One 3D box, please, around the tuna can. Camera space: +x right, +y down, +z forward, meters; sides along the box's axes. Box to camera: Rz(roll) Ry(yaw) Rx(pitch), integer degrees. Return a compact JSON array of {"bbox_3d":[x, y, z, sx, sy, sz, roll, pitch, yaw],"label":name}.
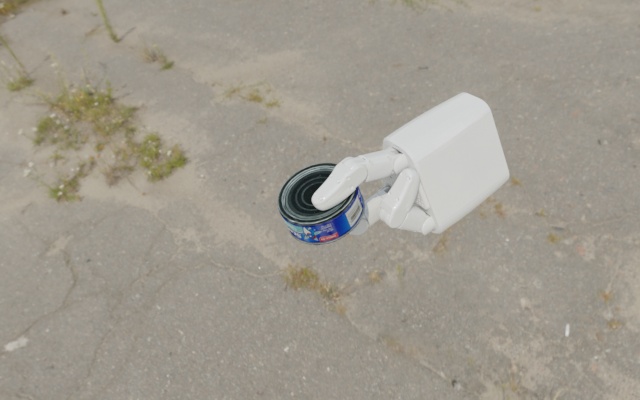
[{"bbox_3d":[0.000,0.001,0.490,0.086,0.086,0.034,0,-40,22],"label":"tuna can"}]
